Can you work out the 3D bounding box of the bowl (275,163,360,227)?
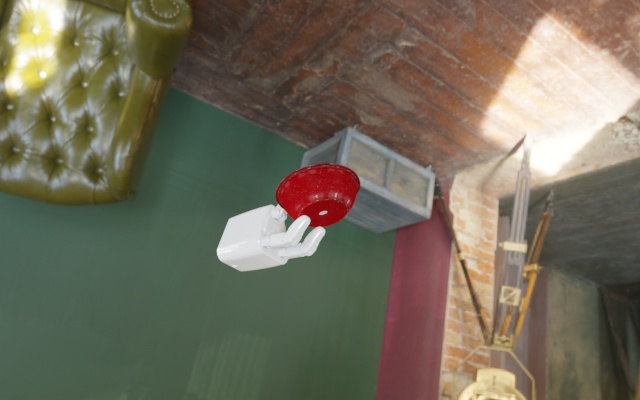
[{"bbox_3d":[0.001,0.003,0.880,0.162,0.055,0.162,-8,-35,-6],"label":"bowl"}]
